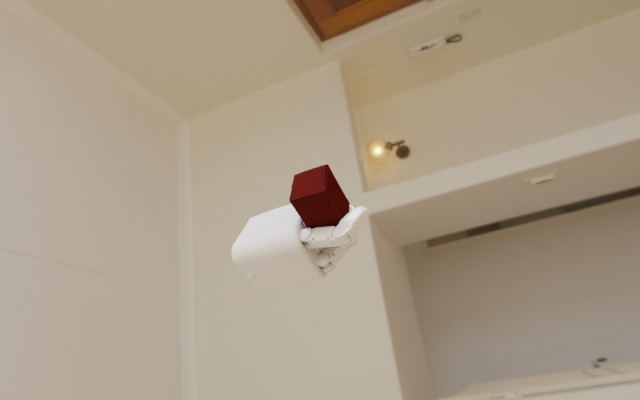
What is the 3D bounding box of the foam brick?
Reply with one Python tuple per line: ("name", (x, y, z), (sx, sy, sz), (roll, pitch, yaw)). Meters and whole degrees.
("foam brick", (0.000, 0.002, 0.631), (0.051, 0.053, 0.078), (-14, -49, 21))
